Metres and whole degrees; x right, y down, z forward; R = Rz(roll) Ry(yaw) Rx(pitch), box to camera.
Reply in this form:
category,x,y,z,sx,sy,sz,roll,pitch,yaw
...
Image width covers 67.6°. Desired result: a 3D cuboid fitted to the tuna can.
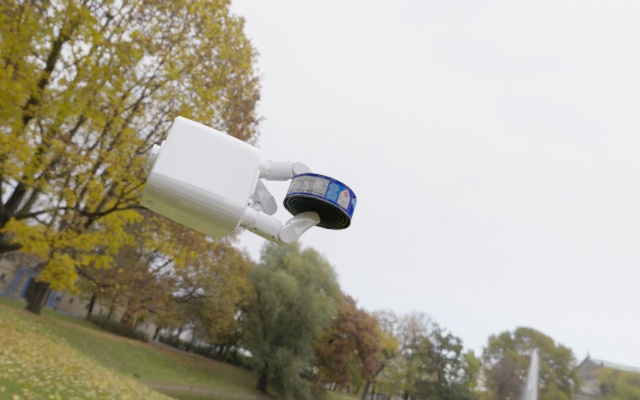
category,x,y,z,sx,sy,sz,roll,pitch,yaw
tuna can,0.000,0.001,0.576,0.086,0.033,0.086,16,-23,7
